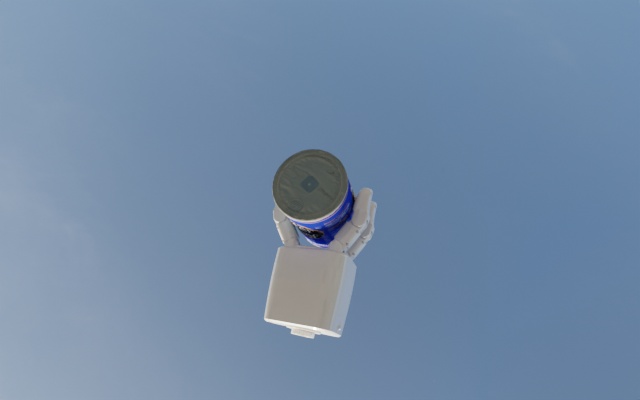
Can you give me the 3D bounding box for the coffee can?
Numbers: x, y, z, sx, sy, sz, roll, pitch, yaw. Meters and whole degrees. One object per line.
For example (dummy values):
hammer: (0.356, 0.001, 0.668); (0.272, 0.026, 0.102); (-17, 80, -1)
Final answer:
coffee can: (0.000, 0.002, 0.690); (0.103, 0.102, 0.140); (0, -20, 13)
